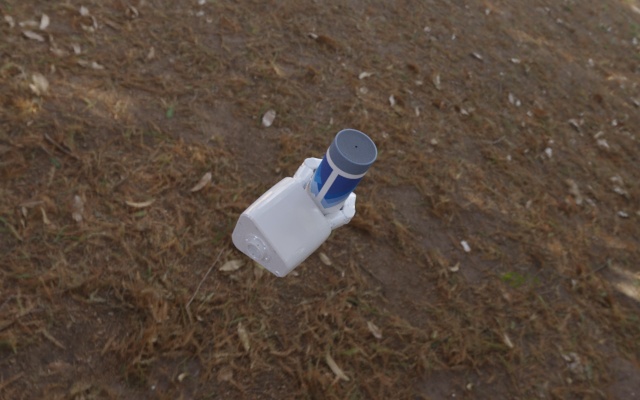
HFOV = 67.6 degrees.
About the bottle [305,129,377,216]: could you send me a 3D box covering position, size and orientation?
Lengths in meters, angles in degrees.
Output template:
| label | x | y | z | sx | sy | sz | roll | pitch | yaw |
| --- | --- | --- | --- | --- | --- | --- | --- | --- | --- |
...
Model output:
| label | x | y | z | sx | sy | sz | roll | pitch | yaw |
| --- | --- | --- | --- | --- | --- | --- | --- | --- | --- |
| bottle | 0.000 | 0.002 | 0.797 | 0.069 | 0.069 | 0.296 | 0 | -33 | -25 |
